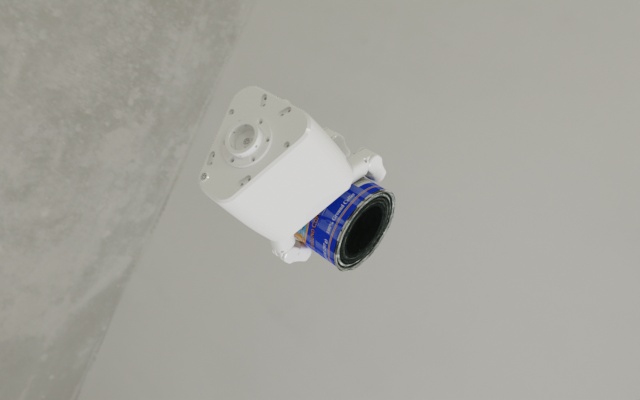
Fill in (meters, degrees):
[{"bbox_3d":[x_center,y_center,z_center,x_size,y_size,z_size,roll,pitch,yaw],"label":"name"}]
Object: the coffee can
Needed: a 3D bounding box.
[{"bbox_3d":[0.000,0.002,0.554,0.140,0.103,0.103,33,18,30],"label":"coffee can"}]
